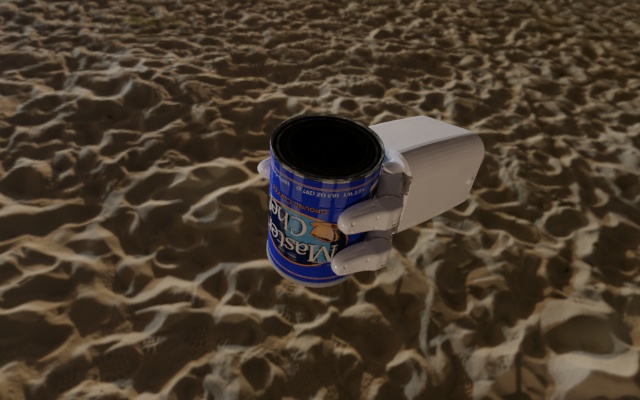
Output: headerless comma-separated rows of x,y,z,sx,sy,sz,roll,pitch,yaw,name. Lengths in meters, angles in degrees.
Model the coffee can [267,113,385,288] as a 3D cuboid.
0.000,0.002,0.467,0.103,0.140,0.102,4,42,-4,coffee can
